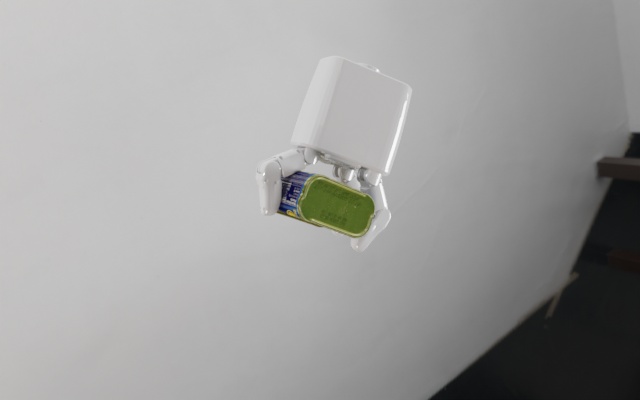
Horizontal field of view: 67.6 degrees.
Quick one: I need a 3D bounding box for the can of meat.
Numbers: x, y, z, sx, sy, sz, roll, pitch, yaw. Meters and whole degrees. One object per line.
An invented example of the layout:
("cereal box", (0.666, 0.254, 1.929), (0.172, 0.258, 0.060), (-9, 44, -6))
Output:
("can of meat", (0.000, 0.002, 0.544), (0.102, 0.057, 0.084), (21, -3, -31))
